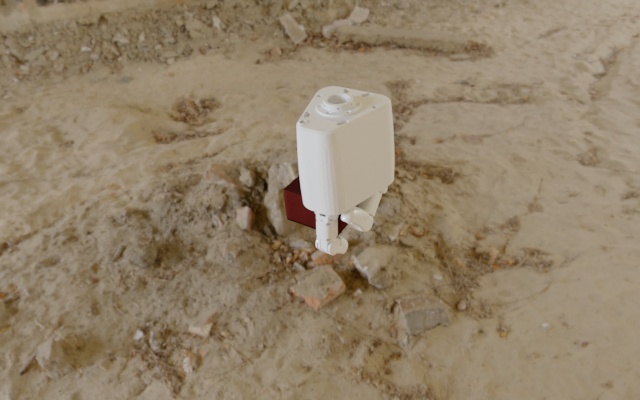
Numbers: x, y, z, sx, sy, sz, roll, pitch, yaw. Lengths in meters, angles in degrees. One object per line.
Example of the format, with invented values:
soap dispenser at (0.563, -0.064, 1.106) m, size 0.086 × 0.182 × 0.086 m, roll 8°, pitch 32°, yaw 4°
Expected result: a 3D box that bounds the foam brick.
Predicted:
foam brick at (0.000, 0.002, 0.607) m, size 0.078 × 0.051 × 0.053 m, roll 18°, pitch 43°, yaw 29°
